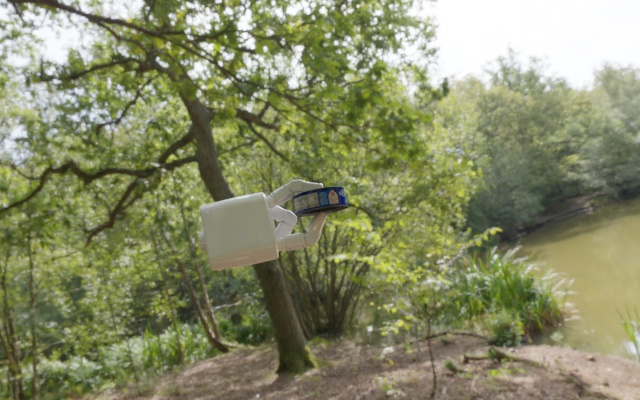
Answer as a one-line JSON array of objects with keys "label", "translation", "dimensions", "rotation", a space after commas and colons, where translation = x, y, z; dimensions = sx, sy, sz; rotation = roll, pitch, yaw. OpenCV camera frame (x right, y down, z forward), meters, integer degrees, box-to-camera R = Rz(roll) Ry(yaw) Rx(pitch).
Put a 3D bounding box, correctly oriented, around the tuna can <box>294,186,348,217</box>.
[{"label": "tuna can", "translation": [0.000, 0.002, 0.776], "dimensions": [0.086, 0.033, 0.086], "rotation": [-10, -7, -1]}]
